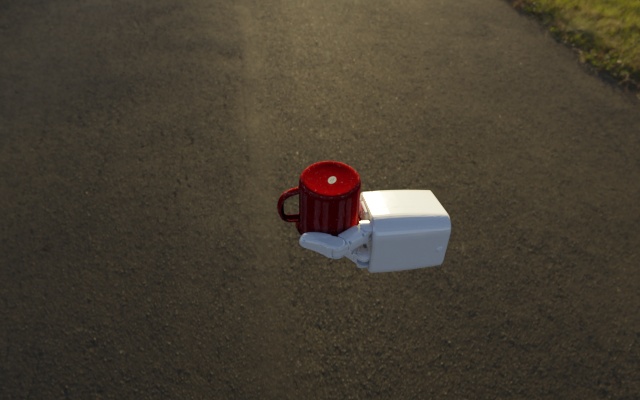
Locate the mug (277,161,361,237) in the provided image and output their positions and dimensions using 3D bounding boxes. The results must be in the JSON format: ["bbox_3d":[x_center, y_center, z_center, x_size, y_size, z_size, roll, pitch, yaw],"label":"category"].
[{"bbox_3d":[-0.001,0.002,0.642,0.117,0.082,0.093,-4,42,-6],"label":"mug"}]
